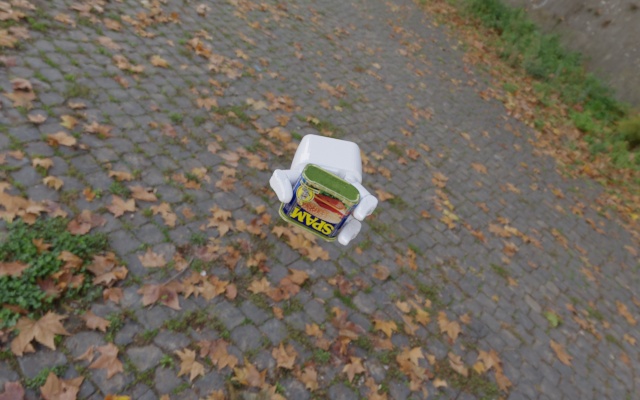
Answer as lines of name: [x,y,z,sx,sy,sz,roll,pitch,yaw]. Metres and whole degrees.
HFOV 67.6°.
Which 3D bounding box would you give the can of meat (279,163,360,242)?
can of meat: [0.000,0.002,0.737,0.102,0.084,0.057,27,32,-8]
